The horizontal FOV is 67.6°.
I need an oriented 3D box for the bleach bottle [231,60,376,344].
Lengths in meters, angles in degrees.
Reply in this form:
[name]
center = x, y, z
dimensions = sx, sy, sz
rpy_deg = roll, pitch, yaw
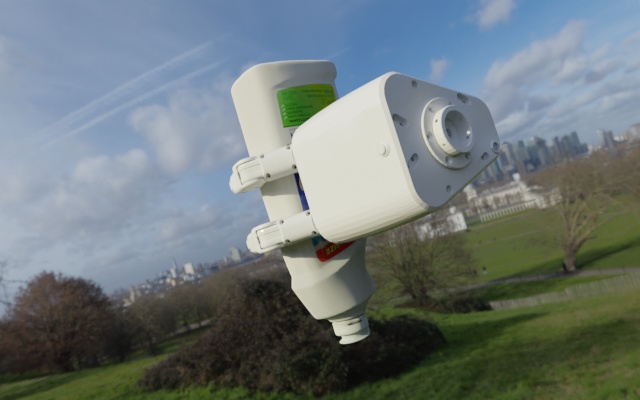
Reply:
[bleach bottle]
center = 0.000, 0.001, 0.438
dimensions = 0.102, 0.251, 0.068
rpy_deg = -14, -5, -37
